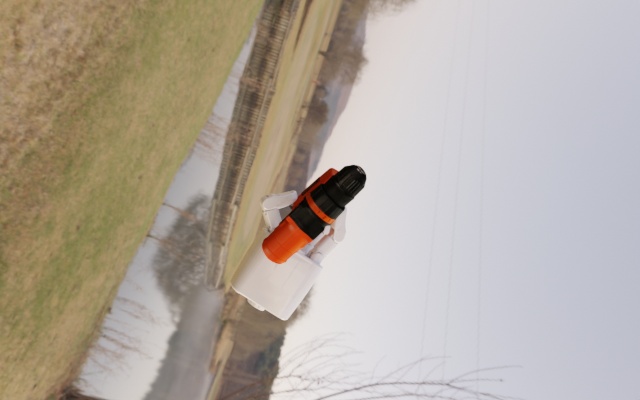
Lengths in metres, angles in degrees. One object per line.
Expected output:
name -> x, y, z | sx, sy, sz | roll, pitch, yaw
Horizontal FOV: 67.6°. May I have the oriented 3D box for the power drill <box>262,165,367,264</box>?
power drill -> 0.000, 0.002, 0.725 | 0.184, 0.057, 0.187 | -41, 3, 15
